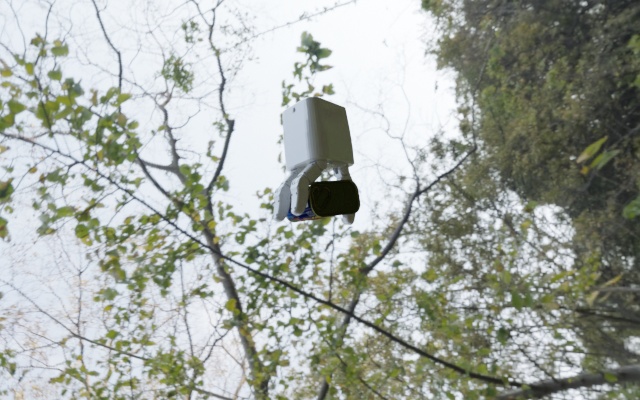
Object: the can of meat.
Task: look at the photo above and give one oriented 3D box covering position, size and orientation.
[{"bbox_3d":[0.000,0.003,0.792,0.102,0.057,0.084,-5,-6,-38],"label":"can of meat"}]
